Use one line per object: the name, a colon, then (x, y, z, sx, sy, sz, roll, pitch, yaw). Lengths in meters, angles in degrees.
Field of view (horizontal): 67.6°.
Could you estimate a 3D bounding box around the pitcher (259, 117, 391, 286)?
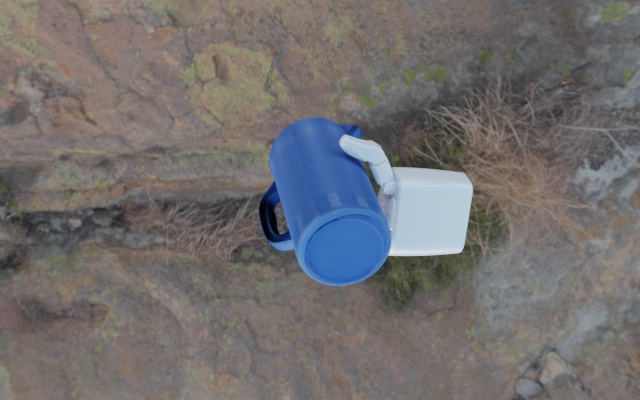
pitcher: (0.000, 0.002, 0.624, 0.145, 0.149, 0.242, 2, 30, -12)
